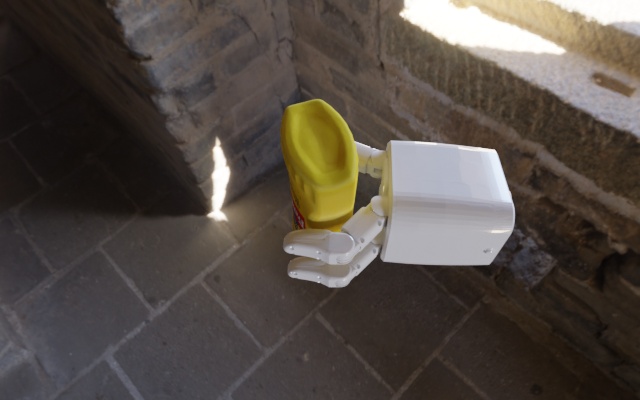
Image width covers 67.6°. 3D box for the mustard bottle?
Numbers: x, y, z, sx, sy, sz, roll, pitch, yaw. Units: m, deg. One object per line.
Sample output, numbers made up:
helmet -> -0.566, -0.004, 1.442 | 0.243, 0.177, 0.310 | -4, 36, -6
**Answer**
mustard bottle -> 0.000, 0.001, 0.458 | 0.058, 0.096, 0.192 | -17, -30, -9
